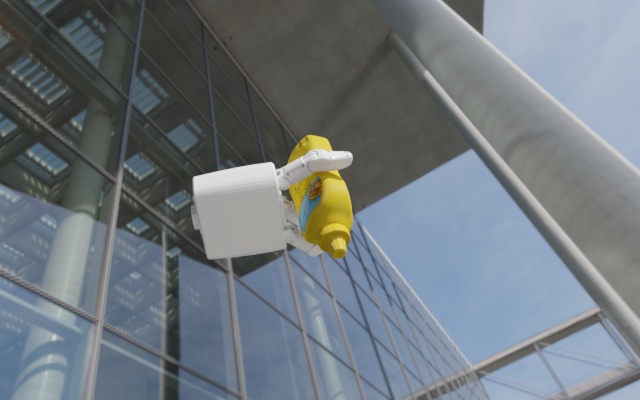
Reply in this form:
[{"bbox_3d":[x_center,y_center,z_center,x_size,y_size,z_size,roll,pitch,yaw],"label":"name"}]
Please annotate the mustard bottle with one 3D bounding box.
[{"bbox_3d":[0.000,0.002,0.640,0.058,0.096,0.191,10,37,-24],"label":"mustard bottle"}]
